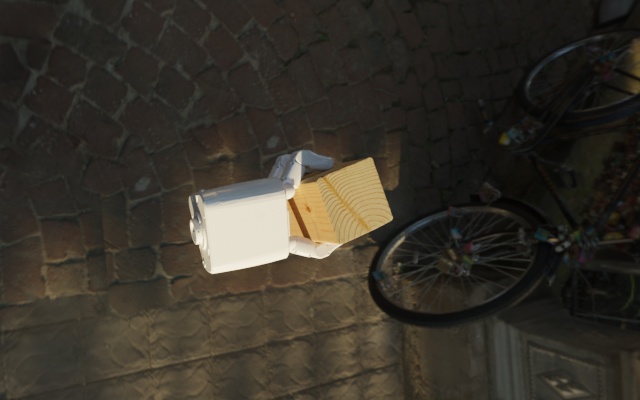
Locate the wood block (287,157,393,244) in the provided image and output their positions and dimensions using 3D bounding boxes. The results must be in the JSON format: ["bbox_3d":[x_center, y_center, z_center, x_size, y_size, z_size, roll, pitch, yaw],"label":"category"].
[{"bbox_3d":[0.000,0.003,0.697,0.090,0.091,0.206,-23,9,-25],"label":"wood block"}]
